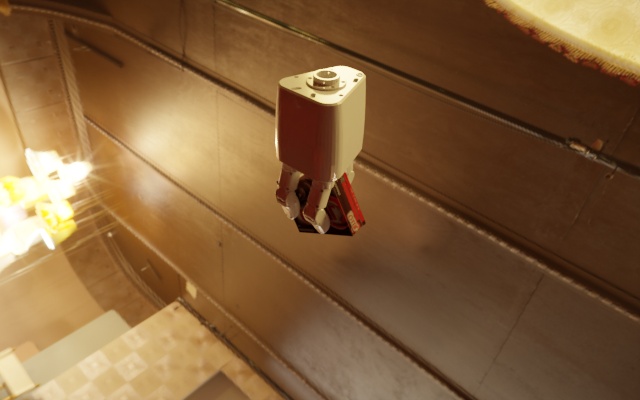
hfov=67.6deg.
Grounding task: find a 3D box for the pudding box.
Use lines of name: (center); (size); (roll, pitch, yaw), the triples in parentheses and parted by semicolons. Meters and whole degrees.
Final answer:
pudding box: (0.000, 0.002, 0.673); (0.113, 0.090, 0.039); (1, 31, 49)
